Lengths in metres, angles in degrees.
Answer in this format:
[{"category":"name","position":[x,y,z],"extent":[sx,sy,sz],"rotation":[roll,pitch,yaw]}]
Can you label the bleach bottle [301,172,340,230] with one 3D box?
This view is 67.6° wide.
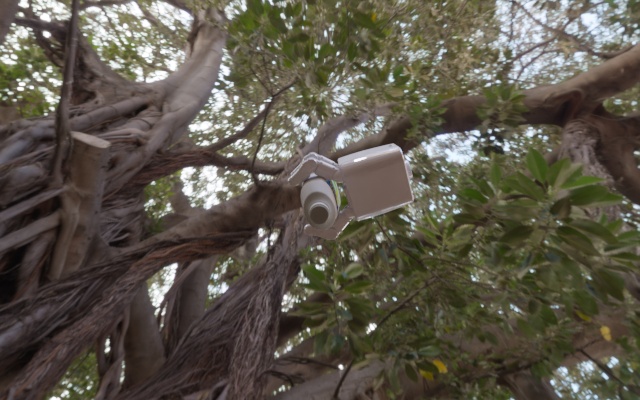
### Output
[{"category":"bleach bottle","position":[0.000,0.003,0.834],"extent":[0.068,0.102,0.250],"rotation":[-16,12,3]}]
